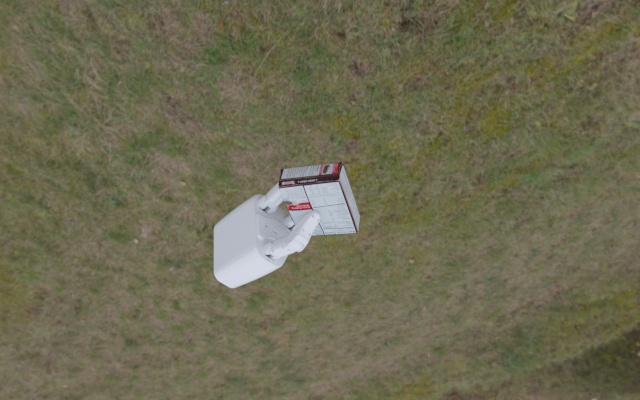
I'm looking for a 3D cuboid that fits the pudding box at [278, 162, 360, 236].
[{"bbox_3d":[0.000,0.002,0.668,0.090,0.039,0.114,-6,-43,16],"label":"pudding box"}]
